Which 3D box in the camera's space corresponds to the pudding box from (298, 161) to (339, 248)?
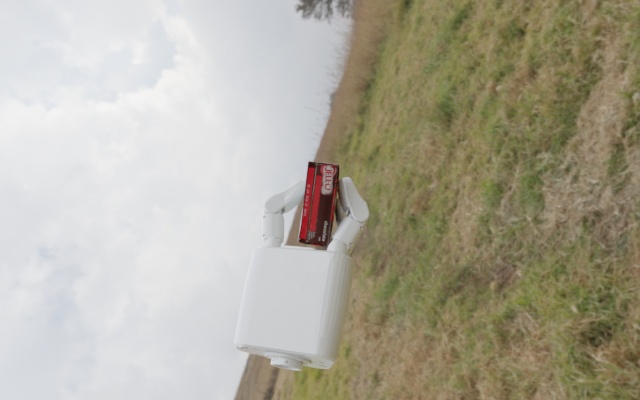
[{"bbox_3d":[0.000,0.002,0.557,0.039,0.090,0.113,8,3,0],"label":"pudding box"}]
